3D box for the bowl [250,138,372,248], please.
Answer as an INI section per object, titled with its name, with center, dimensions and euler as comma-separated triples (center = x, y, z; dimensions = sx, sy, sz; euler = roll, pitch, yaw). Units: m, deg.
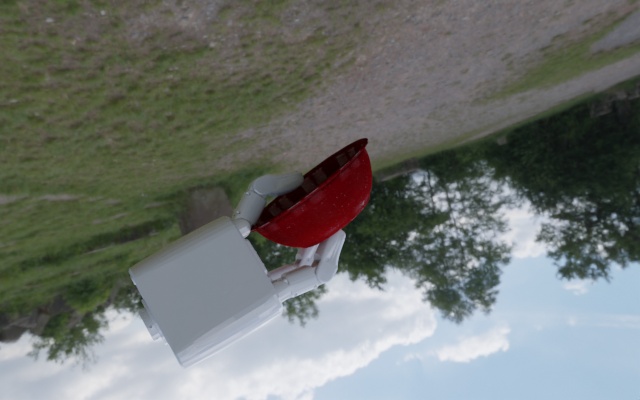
[bowl]
center = 0.001, 0.001, 0.517
dimensions = 0.162, 0.055, 0.162
euler = -37, 9, 7
